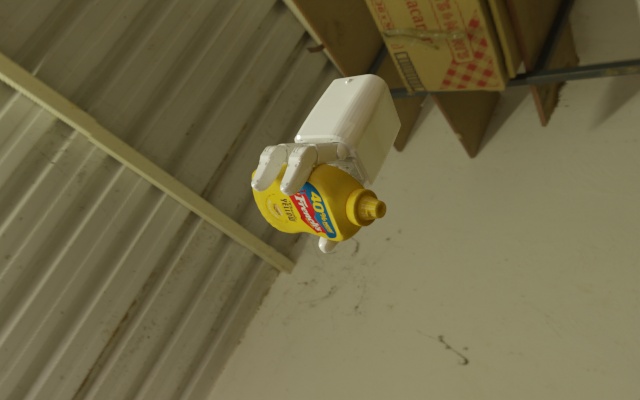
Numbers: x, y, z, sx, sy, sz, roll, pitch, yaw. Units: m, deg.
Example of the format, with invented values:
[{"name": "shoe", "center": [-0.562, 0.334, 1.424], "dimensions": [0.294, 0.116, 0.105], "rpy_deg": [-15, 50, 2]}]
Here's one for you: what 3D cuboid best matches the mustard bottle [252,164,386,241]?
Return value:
[{"name": "mustard bottle", "center": [0.000, 0.002, 0.570], "dimensions": [0.191, 0.096, 0.058], "rpy_deg": [6, 36, 47]}]
